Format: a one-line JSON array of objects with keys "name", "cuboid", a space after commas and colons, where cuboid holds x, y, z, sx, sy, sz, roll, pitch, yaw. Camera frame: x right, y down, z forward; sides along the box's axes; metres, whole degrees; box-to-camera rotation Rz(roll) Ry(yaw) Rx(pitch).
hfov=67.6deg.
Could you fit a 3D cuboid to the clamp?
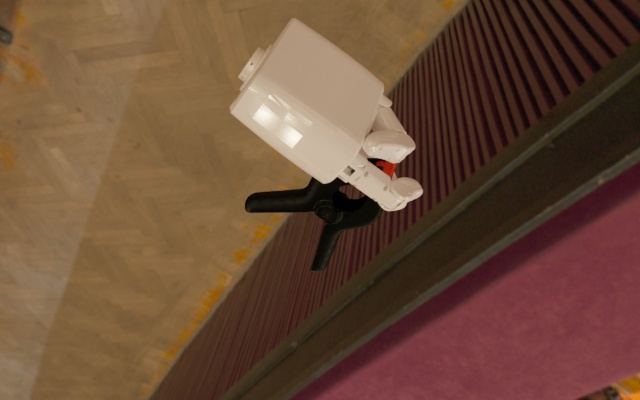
[{"name": "clamp", "cuboid": [0.000, 0.002, 0.498, 0.120, 0.039, 0.171, 34, -53, -16]}]
